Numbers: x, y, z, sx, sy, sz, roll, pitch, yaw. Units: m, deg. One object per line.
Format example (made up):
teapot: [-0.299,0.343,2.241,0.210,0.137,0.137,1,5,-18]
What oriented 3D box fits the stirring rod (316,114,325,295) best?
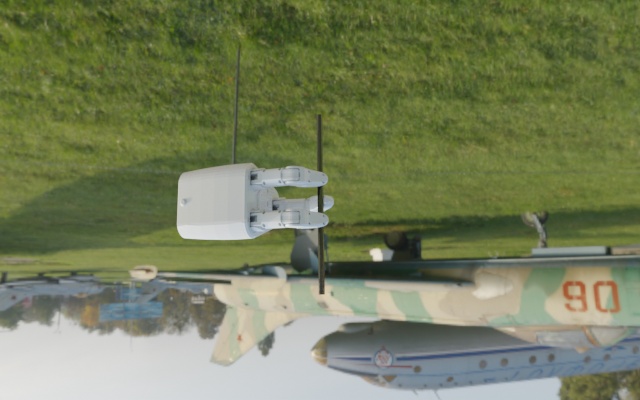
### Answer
stirring rod: [0.000,0.002,0.632,0.011,0.239,0.011,-1,-10,0]
